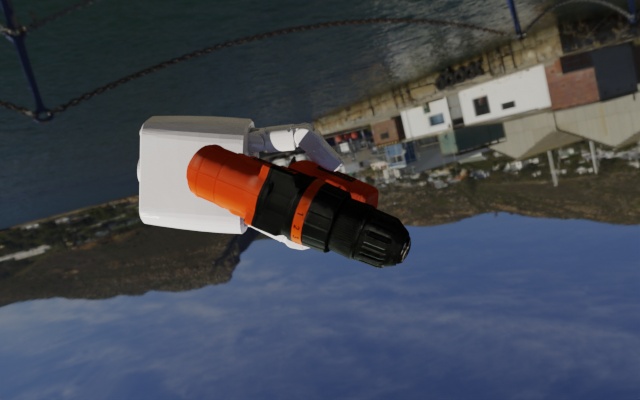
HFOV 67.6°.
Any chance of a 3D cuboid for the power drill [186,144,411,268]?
[{"bbox_3d":[0.000,0.001,0.431,0.184,0.057,0.187,23,6,15],"label":"power drill"}]
